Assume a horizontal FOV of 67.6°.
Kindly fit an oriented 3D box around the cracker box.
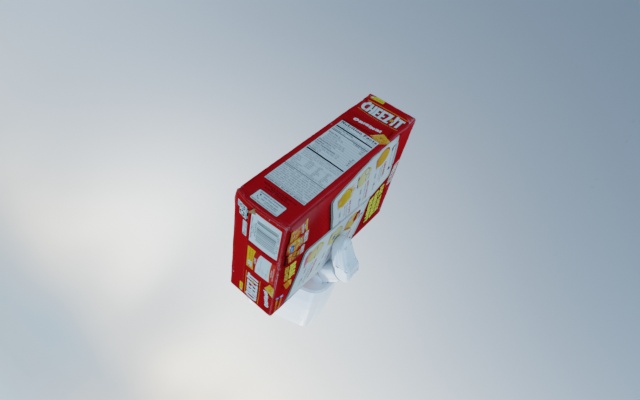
[{"bbox_3d":[0.000,0.002,0.523,0.072,0.164,0.213,36,53,18],"label":"cracker box"}]
